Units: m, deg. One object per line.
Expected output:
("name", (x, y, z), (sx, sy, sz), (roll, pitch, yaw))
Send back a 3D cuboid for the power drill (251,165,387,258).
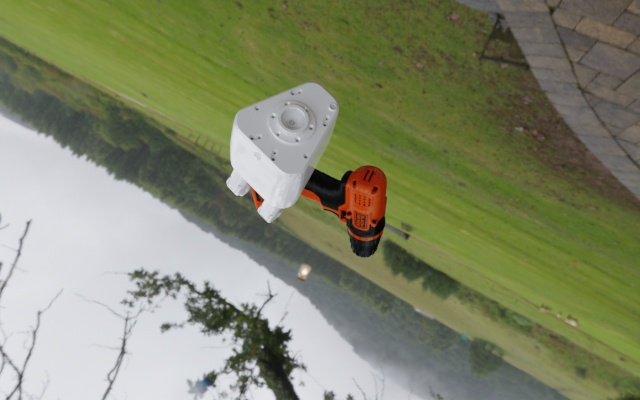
("power drill", (0.000, 0.002, 0.661), (0.187, 0.057, 0.185), (17, -35, 14))
